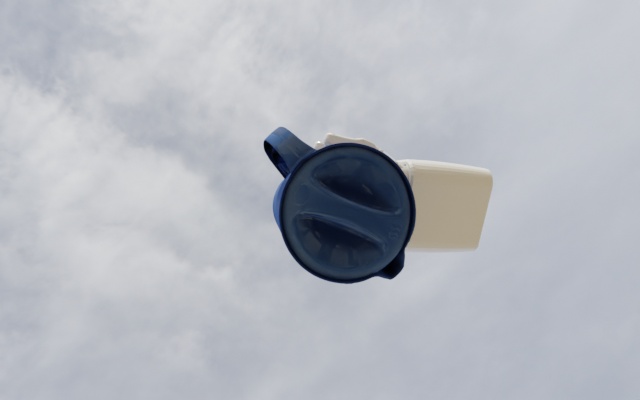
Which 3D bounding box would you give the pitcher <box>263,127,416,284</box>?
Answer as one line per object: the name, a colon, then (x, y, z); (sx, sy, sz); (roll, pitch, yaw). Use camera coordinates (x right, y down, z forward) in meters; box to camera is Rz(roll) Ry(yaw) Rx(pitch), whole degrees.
pitcher: (0.000, 0.002, 0.558); (0.145, 0.149, 0.243); (2, 1, -11)
